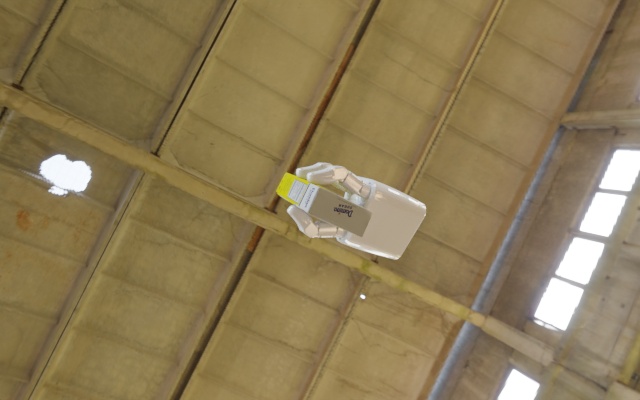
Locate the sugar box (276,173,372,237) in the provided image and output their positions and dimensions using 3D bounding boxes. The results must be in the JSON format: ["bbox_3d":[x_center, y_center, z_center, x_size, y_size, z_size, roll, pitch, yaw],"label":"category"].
[{"bbox_3d":[0.000,0.002,0.727,0.093,0.048,0.176,25,-2,-22],"label":"sugar box"}]
